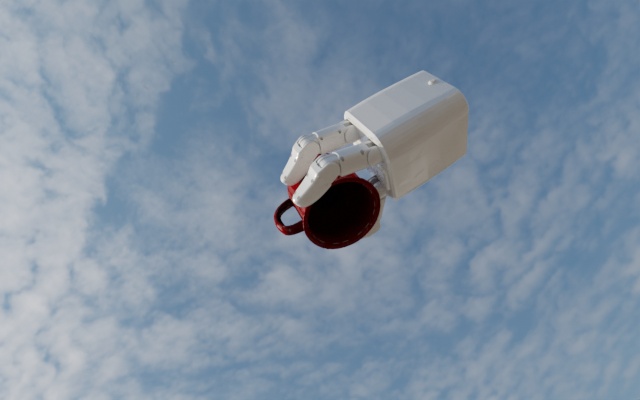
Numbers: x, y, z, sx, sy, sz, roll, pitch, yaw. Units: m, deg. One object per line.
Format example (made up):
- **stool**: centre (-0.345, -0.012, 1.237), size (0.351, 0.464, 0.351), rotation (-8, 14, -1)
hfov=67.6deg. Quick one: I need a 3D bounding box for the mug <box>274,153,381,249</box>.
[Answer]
- **mug**: centre (-0.001, 0.002, 0.556), size (0.117, 0.093, 0.081), rotation (-29, 37, -5)
